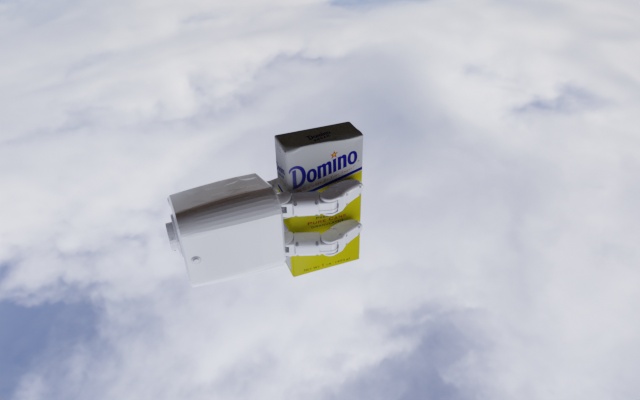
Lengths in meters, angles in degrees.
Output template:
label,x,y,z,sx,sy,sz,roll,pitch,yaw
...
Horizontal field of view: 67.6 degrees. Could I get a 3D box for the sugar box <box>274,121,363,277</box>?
label,x,y,z,sx,sy,sz,roll,pitch,yaw
sugar box,0.000,0.002,0.562,0.093,0.176,0.048,-14,38,-17
